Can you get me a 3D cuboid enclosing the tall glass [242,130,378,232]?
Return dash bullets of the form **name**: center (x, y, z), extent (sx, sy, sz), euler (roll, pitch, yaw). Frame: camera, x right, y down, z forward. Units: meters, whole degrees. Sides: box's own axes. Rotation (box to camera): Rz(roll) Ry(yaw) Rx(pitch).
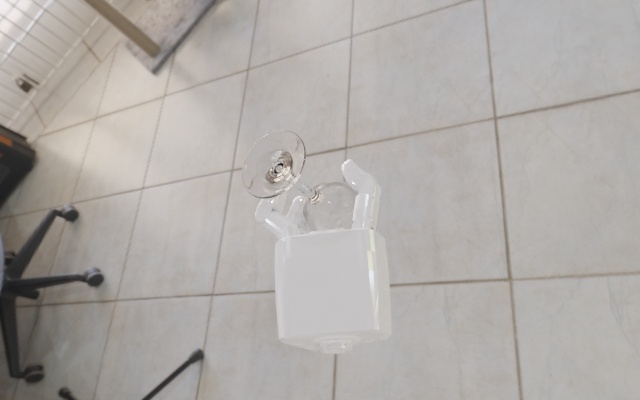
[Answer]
- **tall glass**: center (0.000, 0.001, 0.546), extent (0.079, 0.079, 0.201), euler (0, -22, 31)
